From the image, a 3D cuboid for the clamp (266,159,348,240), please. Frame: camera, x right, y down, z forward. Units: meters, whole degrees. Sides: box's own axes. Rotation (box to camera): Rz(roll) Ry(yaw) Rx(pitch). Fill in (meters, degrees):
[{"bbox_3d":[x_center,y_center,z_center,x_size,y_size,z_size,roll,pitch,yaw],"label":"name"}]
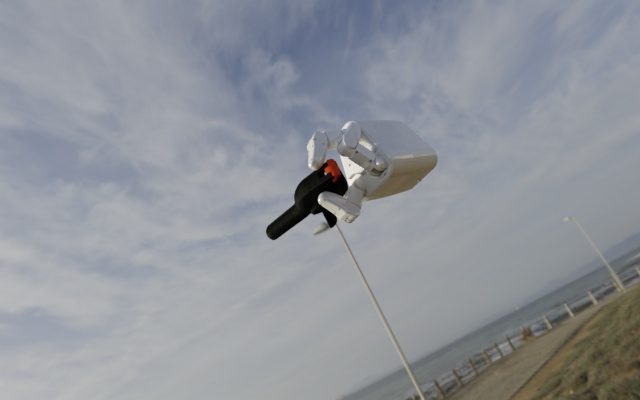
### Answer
[{"bbox_3d":[0.000,0.002,0.703,0.120,0.039,0.171,-11,-26,-38],"label":"clamp"}]
